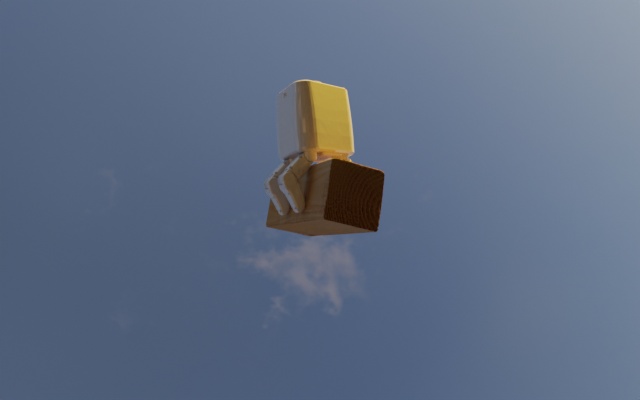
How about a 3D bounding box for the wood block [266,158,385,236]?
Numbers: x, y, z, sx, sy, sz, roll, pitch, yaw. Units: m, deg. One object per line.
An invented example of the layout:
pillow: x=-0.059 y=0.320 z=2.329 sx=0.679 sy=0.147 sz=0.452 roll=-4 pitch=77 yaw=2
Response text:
wood block: x=0.000 y=0.002 z=0.745 sx=0.091 sy=0.090 sz=0.206 roll=13 pitch=-11 yaw=-26
